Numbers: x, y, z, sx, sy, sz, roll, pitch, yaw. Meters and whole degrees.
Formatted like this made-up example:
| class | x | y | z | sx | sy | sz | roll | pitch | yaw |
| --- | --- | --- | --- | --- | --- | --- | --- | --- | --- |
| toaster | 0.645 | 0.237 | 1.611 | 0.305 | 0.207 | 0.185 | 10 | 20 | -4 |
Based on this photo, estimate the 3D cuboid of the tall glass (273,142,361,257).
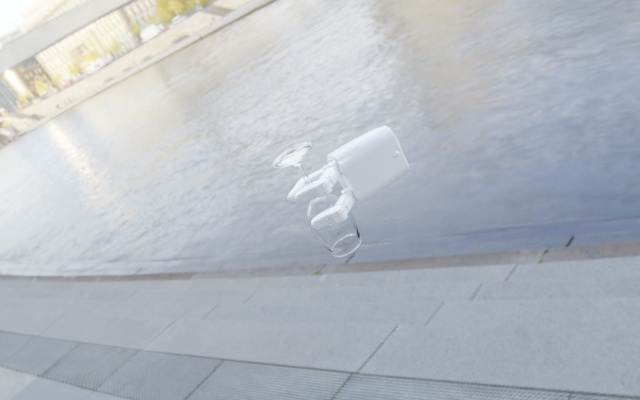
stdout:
| class | x | y | z | sx | sy | sz | roll | pitch | yaw |
| --- | --- | --- | --- | --- | --- | --- | --- | --- | --- |
| tall glass | 0.000 | 0.002 | 0.821 | 0.079 | 0.201 | 0.079 | -25 | 25 | 12 |
